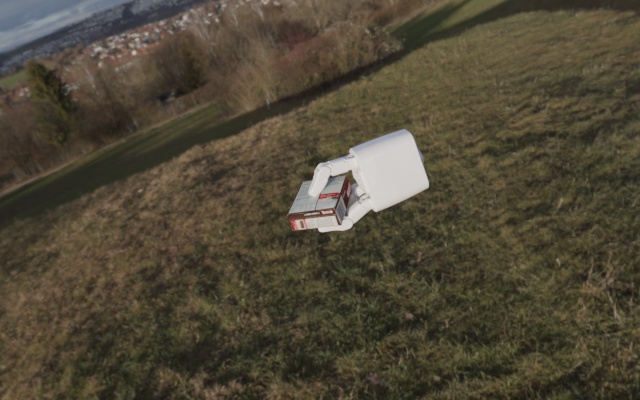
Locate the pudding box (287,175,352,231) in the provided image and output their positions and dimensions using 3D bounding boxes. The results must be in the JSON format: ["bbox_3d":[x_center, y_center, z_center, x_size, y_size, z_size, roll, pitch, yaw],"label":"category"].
[{"bbox_3d":[0.000,0.003,0.837,0.090,0.039,0.113,-8,30,20],"label":"pudding box"}]
